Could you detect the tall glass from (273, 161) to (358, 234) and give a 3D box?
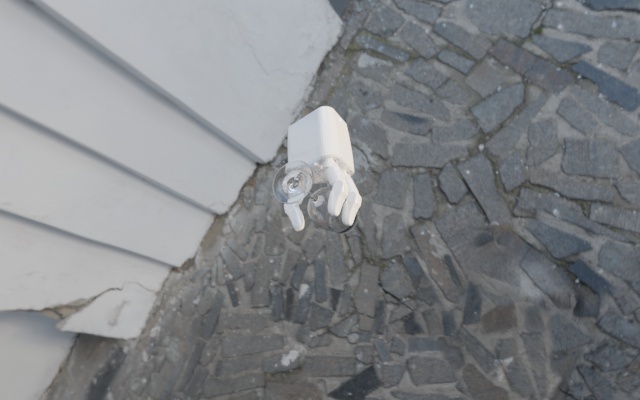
[{"bbox_3d":[0.000,0.003,0.840,0.079,0.079,0.201,0,-19,28],"label":"tall glass"}]
